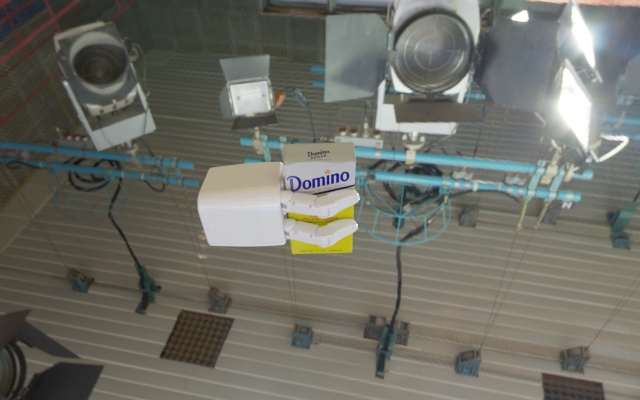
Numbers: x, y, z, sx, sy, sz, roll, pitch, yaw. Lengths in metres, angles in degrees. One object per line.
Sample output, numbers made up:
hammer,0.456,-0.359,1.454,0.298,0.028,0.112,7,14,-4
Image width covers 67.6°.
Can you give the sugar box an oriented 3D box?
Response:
sugar box,0.000,0.003,0.661,0.093,0.048,0.176,-2,-44,0
